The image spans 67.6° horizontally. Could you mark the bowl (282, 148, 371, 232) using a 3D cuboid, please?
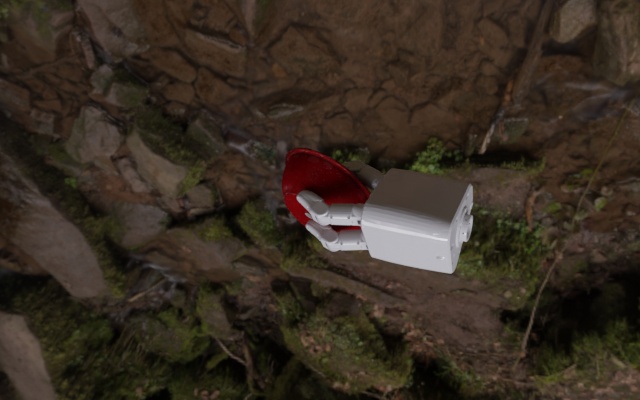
[{"bbox_3d":[-0.001,0.002,0.677,0.162,0.055,0.162,32,-24,16],"label":"bowl"}]
